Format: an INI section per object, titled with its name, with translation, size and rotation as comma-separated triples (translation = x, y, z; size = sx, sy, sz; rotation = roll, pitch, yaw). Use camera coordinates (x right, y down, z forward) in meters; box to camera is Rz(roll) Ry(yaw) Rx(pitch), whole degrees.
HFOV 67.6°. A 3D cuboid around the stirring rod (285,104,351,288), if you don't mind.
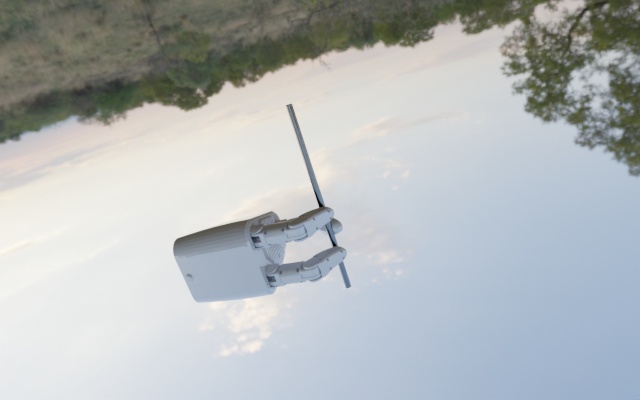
[stirring rod]
translation = 0.000, 0.002, 0.569
size = 0.011, 0.240, 0.011
rotation = -16, 19, 6
